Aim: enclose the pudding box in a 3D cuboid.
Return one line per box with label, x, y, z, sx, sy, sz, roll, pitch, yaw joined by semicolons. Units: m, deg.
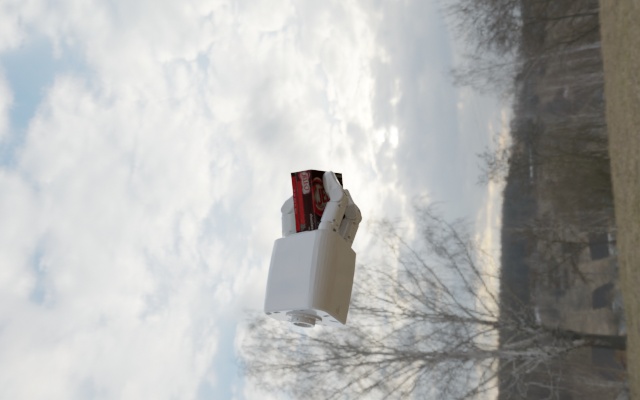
pudding box;0.000;0.002;0.703;0.039;0.090;0.113;-6;-2;24
